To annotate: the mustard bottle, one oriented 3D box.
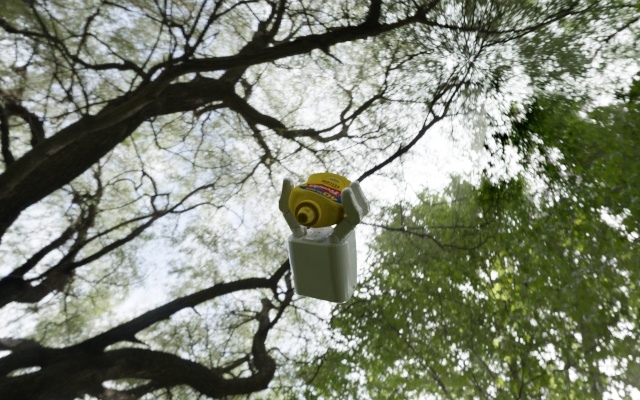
[{"bbox_3d":[0.000,0.002,0.792,0.096,0.058,0.191,23,21,10],"label":"mustard bottle"}]
